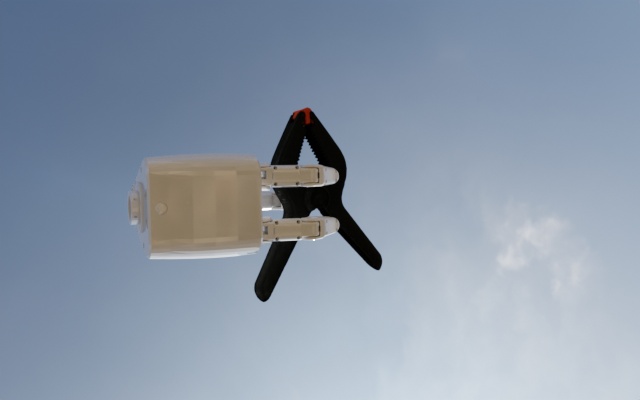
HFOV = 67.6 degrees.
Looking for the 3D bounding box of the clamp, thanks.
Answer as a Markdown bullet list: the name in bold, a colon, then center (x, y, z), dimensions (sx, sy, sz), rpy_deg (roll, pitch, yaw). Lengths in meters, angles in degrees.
- **clamp**: center (-0.001, 0.001, 0.548), dimensions (0.164, 0.210, 0.036), rpy_deg (-2, 3, -30)
